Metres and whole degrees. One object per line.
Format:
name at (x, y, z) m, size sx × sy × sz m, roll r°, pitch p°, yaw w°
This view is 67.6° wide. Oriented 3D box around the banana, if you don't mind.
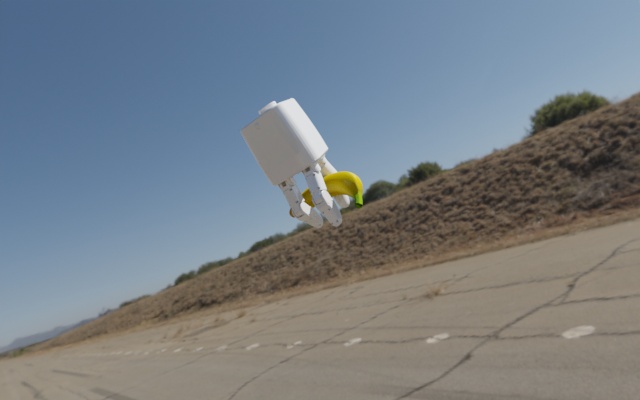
banana at (0.011, -0.012, 0.795) m, size 0.037 × 0.069 × 0.198 m, roll 42°, pitch -27°, yaw -22°
